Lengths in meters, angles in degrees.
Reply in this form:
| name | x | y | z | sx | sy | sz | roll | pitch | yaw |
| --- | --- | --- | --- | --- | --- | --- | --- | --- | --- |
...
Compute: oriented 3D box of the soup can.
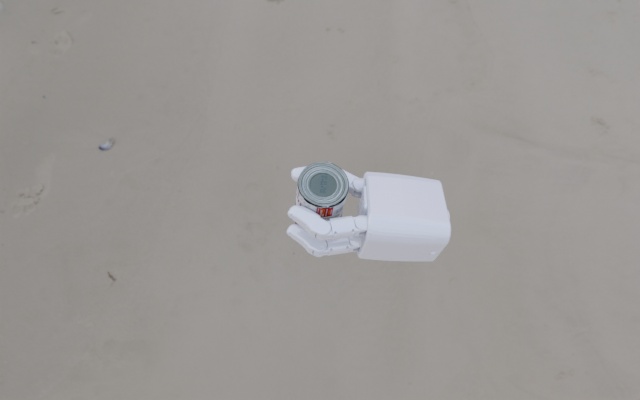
| name | x | y | z | sx | sy | sz | roll | pitch | yaw |
| --- | --- | --- | --- | --- | --- | --- | --- | --- | --- |
| soup can | 0.000 | 0.002 | 0.644 | 0.068 | 0.068 | 0.102 | 0 | -28 | -5 |
